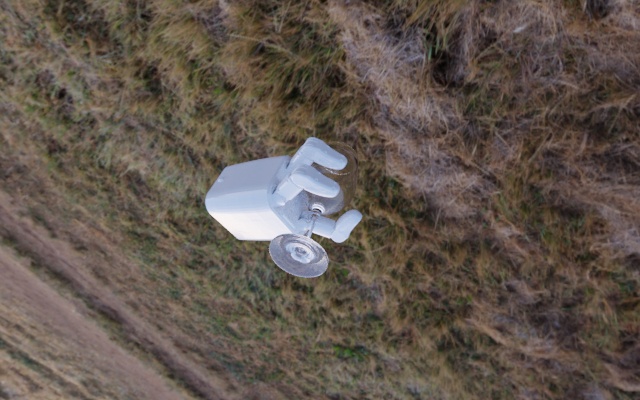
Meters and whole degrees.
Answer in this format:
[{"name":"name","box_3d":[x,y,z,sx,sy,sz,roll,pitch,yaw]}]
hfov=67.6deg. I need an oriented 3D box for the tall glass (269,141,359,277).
[{"name":"tall glass","box_3d":[0.000,0.003,0.636,0.079,0.079,0.201,0,40,21]}]
